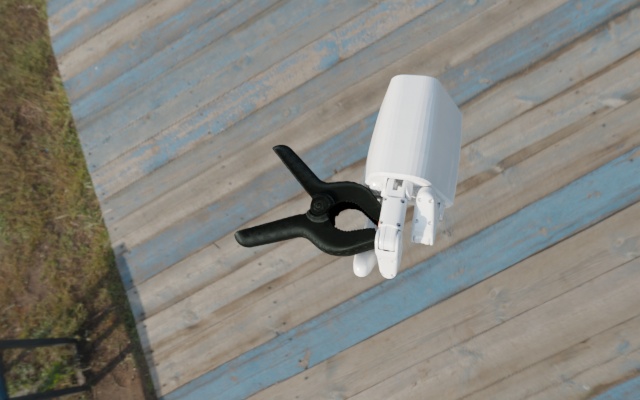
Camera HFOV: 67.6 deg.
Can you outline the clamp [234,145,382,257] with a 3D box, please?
[{"bbox_3d":[0.000,0.002,0.499,0.171,0.120,0.039,8,-12,17],"label":"clamp"}]
